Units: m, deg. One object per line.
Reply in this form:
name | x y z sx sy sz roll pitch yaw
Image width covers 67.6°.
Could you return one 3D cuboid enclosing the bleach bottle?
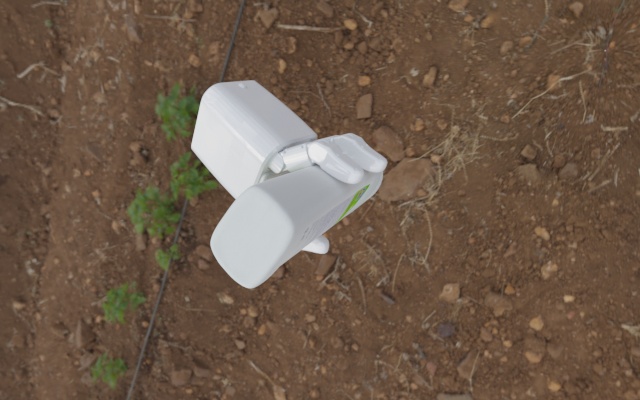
bleach bottle | 0.000 0.002 0.520 0.103 0.068 0.250 -51 -13 32
